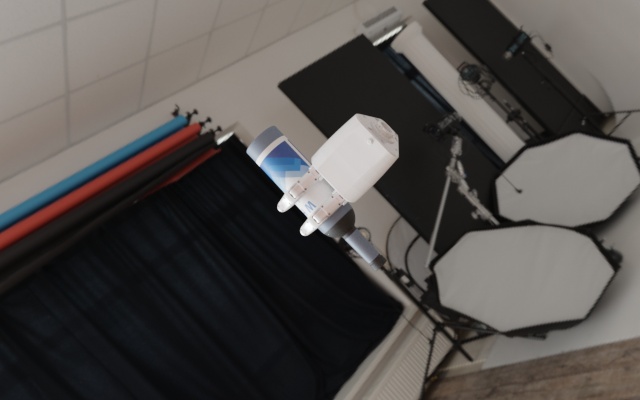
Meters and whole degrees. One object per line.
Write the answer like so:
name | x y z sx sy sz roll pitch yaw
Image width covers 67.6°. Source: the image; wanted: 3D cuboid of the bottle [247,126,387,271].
bottle | 0.000 0.002 0.804 0.069 0.295 0.069 -43 -3 -3
